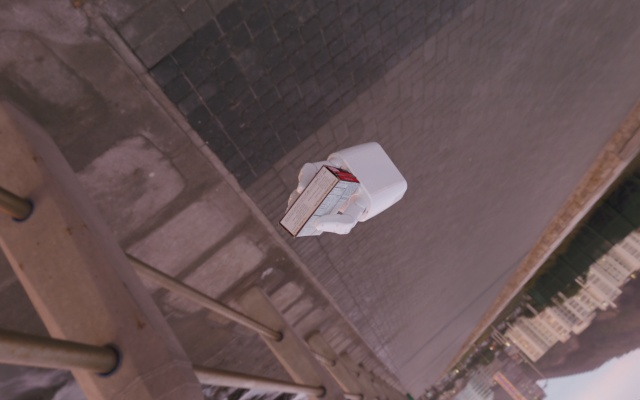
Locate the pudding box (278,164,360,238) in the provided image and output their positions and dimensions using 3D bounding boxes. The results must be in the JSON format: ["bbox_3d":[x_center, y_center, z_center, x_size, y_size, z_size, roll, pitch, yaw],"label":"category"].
[{"bbox_3d":[0.000,0.002,0.708,0.039,0.113,0.090,41,14,20],"label":"pudding box"}]
